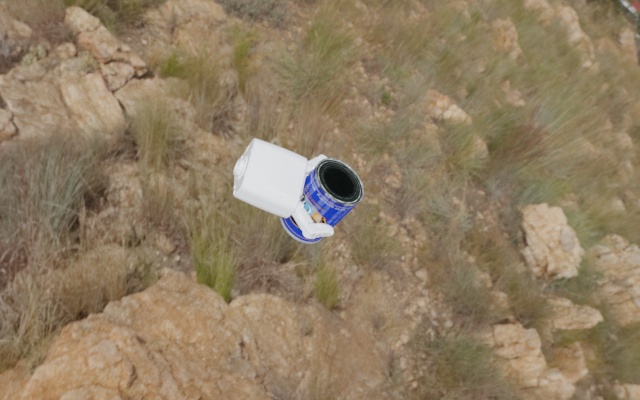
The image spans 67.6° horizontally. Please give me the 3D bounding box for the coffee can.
[{"bbox_3d":[0.000,0.003,0.893,0.103,0.102,0.140,0,-33,-37],"label":"coffee can"}]
